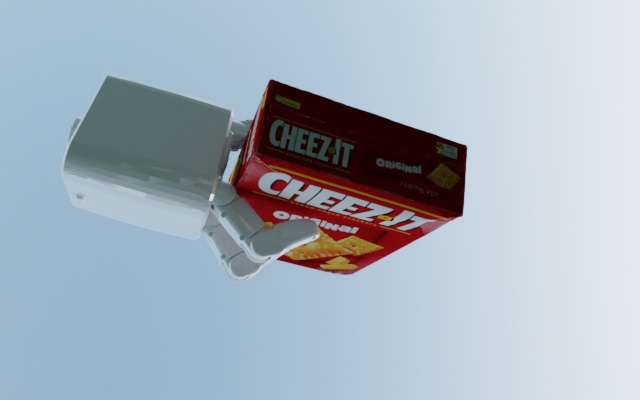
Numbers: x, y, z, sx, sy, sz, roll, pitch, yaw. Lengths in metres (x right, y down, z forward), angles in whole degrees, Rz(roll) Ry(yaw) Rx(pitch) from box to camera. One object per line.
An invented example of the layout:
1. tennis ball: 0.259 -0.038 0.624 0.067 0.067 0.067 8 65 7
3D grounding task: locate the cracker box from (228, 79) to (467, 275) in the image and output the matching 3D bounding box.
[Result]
1. cracker box: 0.000 0.001 0.432 0.164 0.072 0.214 15 -24 -15
